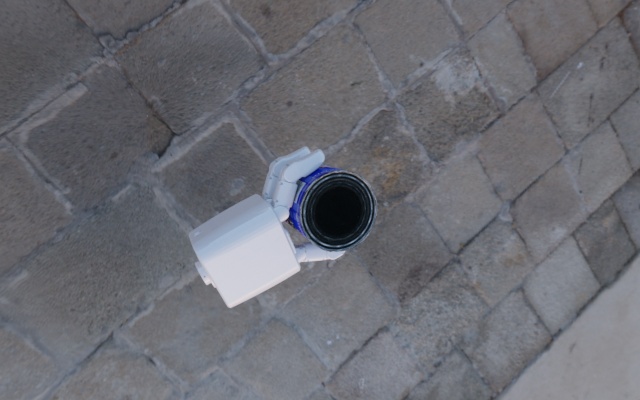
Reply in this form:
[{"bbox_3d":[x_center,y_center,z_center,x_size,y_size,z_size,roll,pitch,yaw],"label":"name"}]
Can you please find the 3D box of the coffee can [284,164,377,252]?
[{"bbox_3d":[0.000,0.002,0.646,0.103,0.103,0.140,0,10,-20],"label":"coffee can"}]
